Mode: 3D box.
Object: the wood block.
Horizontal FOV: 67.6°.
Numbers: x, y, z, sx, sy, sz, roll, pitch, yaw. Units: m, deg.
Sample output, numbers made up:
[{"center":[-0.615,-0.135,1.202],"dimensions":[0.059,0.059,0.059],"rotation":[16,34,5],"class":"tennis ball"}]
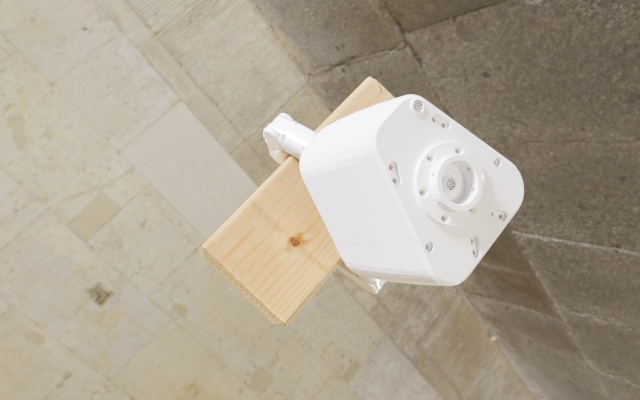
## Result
[{"center":[0.000,0.001,0.426],"dimensions":[0.091,0.206,0.090],"rotation":[43,-18,-1],"class":"wood block"}]
